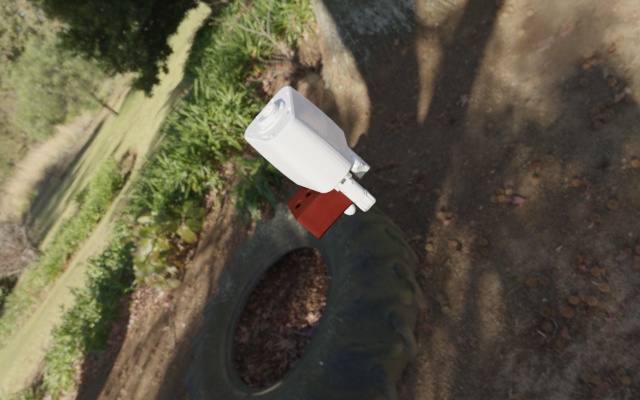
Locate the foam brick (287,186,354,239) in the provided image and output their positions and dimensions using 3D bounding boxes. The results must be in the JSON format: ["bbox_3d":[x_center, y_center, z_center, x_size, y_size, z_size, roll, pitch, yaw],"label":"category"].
[{"bbox_3d":[0.000,0.002,0.671,0.051,0.078,0.053,38,8,-32],"label":"foam brick"}]
